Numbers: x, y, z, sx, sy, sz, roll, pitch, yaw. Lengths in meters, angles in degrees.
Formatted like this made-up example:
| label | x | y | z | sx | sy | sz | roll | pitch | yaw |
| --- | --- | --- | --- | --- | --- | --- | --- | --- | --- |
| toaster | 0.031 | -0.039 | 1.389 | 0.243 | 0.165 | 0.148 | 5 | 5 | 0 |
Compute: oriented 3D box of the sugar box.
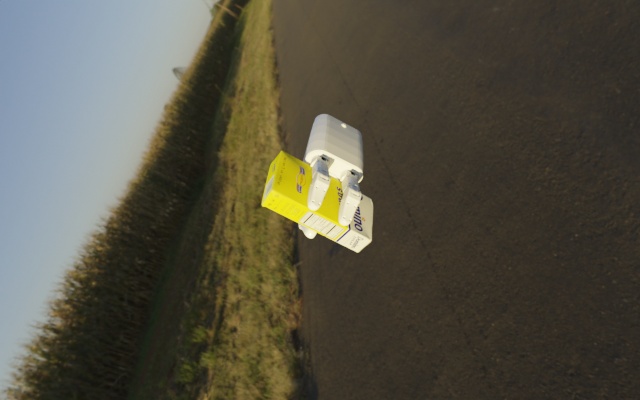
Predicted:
| label | x | y | z | sx | sy | sz | roll | pitch | yaw |
| --- | --- | --- | --- | --- | --- | --- | --- | --- | --- |
| sugar box | 0.000 | 0.002 | 0.741 | 0.176 | 0.093 | 0.048 | 25 | -46 | -18 |
